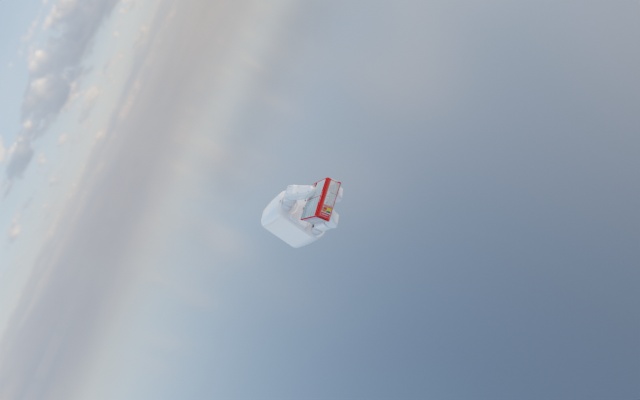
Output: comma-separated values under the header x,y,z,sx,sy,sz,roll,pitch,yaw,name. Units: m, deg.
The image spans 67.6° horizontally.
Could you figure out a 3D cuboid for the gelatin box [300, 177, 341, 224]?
x,y,z,sx,sy,sz,roll,pitch,yaw,name
0.000,0.003,0.852,0.030,0.073,0.089,21,-13,-16,gelatin box
